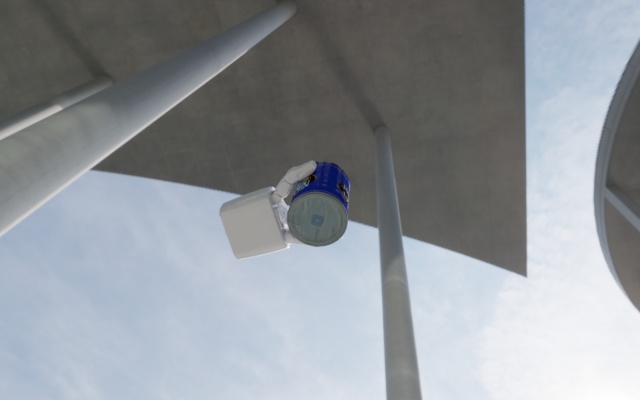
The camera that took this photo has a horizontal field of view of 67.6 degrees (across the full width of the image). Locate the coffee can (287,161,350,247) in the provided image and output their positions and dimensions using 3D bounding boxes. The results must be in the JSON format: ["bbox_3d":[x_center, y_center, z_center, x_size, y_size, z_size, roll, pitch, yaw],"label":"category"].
[{"bbox_3d":[0.000,0.003,0.854,0.103,0.103,0.140,0,27,5],"label":"coffee can"}]
